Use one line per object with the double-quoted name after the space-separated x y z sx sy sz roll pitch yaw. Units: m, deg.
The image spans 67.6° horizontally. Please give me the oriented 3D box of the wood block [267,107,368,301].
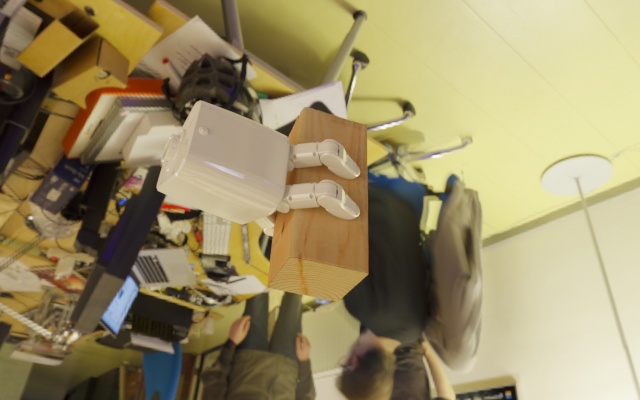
0.000 0.002 0.574 0.090 0.206 0.091 14 -35 -16 "wood block"
